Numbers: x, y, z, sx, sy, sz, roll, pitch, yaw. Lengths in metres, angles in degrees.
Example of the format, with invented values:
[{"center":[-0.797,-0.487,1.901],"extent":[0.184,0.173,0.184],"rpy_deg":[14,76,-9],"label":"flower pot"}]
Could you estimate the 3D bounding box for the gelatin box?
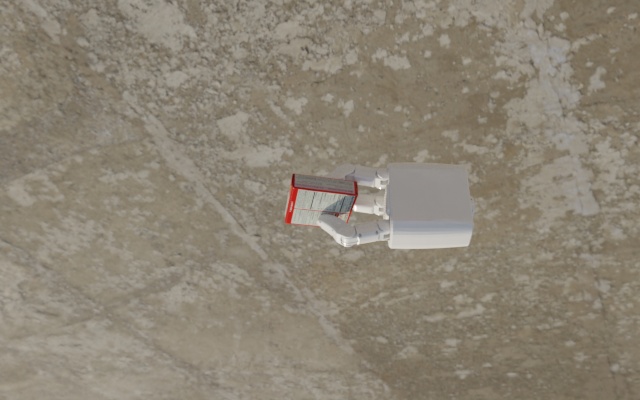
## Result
[{"center":[0.000,0.002,0.648],"extent":[0.089,0.030,0.073],"rpy_deg":[6,-43,-9],"label":"gelatin box"}]
